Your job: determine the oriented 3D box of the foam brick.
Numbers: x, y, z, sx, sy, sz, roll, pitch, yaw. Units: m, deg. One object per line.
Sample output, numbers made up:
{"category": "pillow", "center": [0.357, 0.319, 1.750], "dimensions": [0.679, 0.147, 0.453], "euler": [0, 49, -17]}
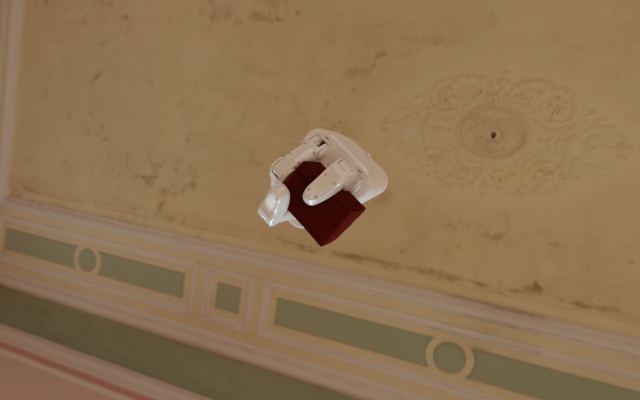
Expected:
{"category": "foam brick", "center": [0.000, 0.002, 0.513], "dimensions": [0.053, 0.078, 0.051], "euler": [-47, -14, 17]}
